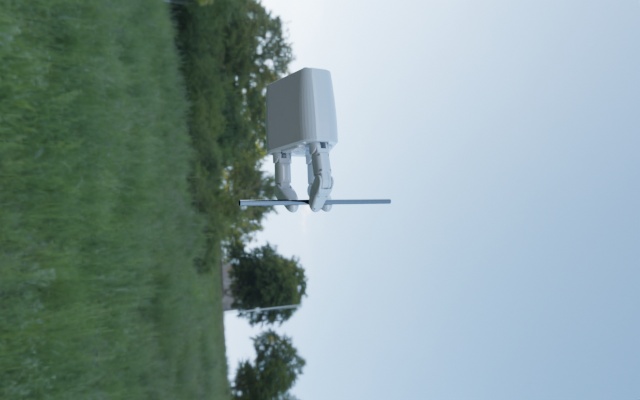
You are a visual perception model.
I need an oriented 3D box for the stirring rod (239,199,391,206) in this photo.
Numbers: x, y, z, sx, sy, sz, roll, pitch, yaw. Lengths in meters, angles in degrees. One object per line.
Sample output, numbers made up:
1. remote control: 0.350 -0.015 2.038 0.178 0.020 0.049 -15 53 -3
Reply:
1. stirring rod: 0.000 0.002 0.687 0.239 0.011 0.011 -1 0 -27
